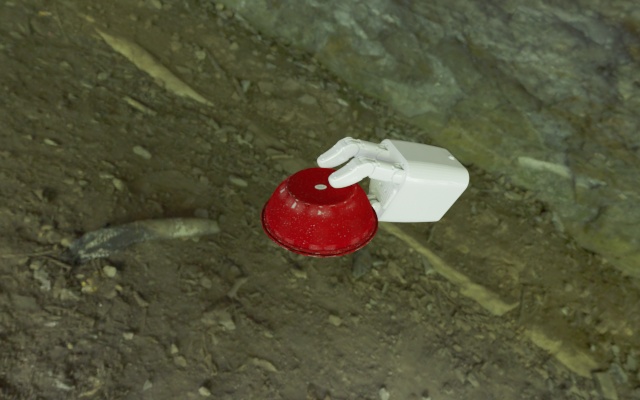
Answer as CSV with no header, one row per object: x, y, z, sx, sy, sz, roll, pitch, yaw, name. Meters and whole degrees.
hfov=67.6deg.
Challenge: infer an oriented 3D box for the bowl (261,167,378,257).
-0.001,0.002,0.639,0.162,0.055,0.162,2,36,-1,bowl
